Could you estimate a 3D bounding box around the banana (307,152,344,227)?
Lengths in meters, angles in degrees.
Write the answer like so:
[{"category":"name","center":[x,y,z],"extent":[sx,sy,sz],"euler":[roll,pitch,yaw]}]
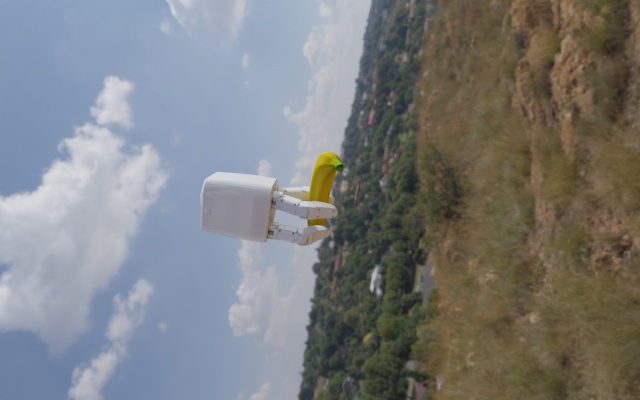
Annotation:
[{"category":"banana","center":[0.001,-0.014,0.761],"extent":[0.037,0.069,0.198],"euler":[7,-38,-6]}]
